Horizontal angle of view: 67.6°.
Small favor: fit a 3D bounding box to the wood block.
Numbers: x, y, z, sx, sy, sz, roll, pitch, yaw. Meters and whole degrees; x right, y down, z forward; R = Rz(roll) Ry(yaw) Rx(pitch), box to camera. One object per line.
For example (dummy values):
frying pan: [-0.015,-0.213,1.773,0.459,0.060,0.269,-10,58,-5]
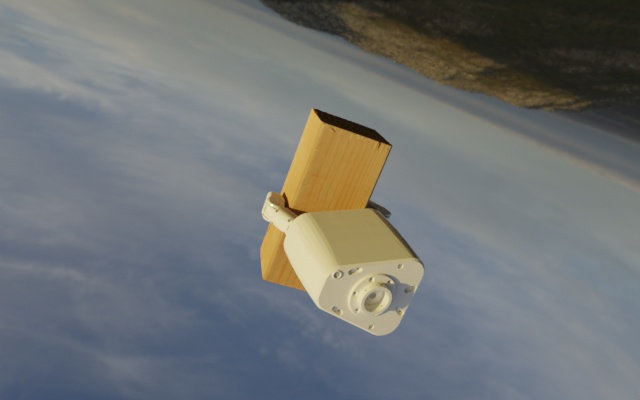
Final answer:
wood block: [0.000,0.002,0.599,0.091,0.206,0.090,17,18,-15]
